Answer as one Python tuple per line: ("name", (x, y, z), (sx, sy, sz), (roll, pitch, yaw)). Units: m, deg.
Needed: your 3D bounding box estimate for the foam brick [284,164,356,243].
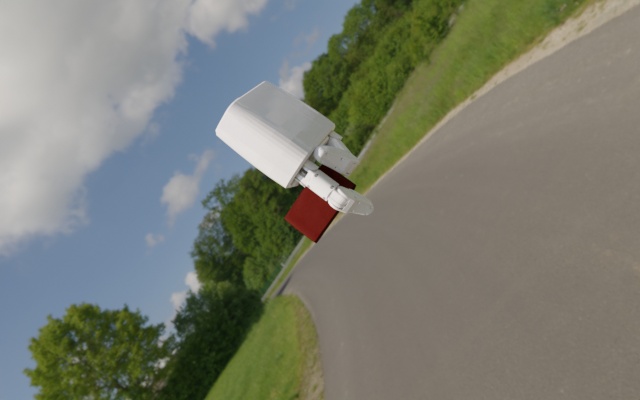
("foam brick", (0.000, 0.002, 0.596), (0.051, 0.078, 0.053), (35, 21, 0))
